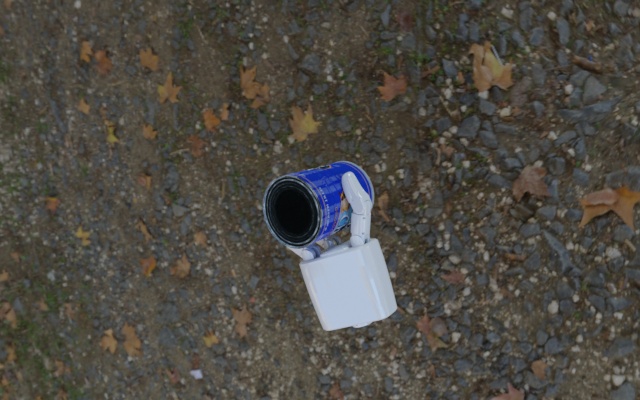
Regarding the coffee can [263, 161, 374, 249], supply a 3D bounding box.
[{"bbox_3d":[0.000,0.002,0.698,0.103,0.103,0.140,0,11,36],"label":"coffee can"}]
